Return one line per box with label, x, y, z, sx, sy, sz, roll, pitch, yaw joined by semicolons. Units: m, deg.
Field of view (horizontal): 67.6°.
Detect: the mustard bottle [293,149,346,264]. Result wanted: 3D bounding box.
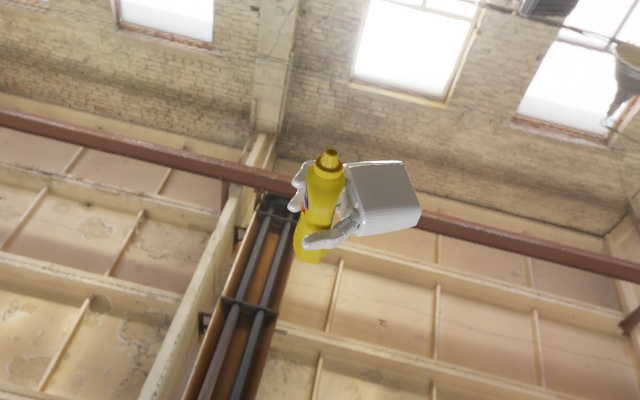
mustard bottle;0.000;0.003;0.720;0.058;0.192;0.096;11;43;-3
